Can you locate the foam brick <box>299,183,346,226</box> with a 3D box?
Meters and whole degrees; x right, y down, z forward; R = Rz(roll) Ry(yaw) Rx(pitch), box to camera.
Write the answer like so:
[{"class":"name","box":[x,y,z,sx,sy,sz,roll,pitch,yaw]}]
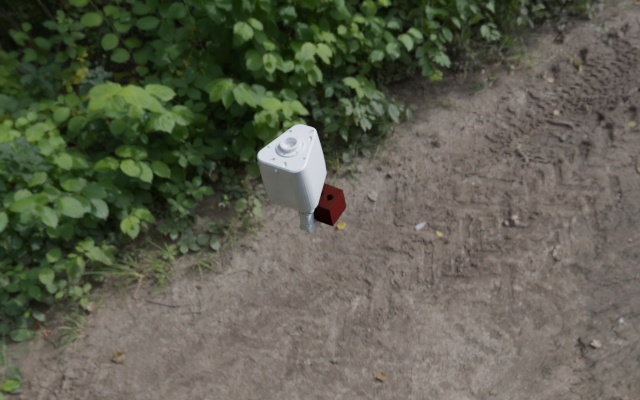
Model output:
[{"class":"foam brick","box":[0.000,0.003,0.882,0.078,0.053,0.051,20,-33,23]}]
